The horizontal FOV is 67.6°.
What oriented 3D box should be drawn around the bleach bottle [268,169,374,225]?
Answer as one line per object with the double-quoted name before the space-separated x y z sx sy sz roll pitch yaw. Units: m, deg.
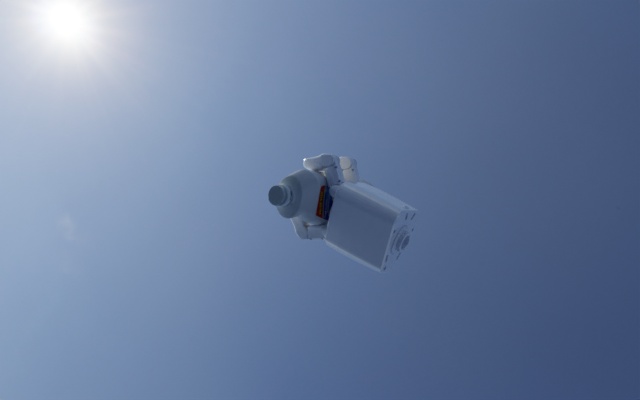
"bleach bottle" 0.000 0.002 0.785 0.068 0.102 0.251 27 13 30
